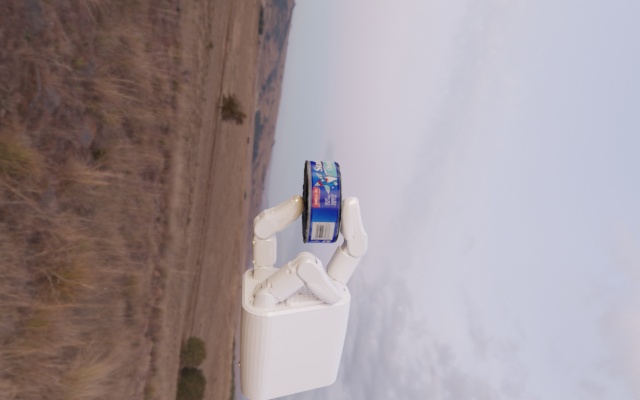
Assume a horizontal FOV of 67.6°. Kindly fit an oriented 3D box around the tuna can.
[{"bbox_3d":[0.001,0.002,0.491,0.034,0.086,0.086,1,0,-6],"label":"tuna can"}]
